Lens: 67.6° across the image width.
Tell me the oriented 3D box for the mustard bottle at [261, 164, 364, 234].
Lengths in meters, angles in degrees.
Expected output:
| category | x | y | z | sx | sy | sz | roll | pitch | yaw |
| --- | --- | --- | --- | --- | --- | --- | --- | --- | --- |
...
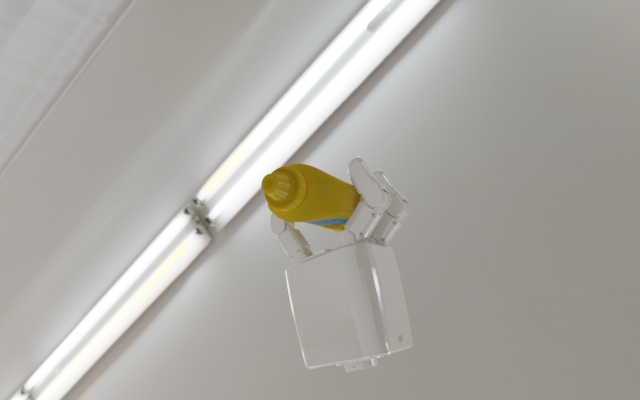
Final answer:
| category | x | y | z | sx | sy | sz | roll | pitch | yaw |
| --- | --- | --- | --- | --- | --- | --- | --- | --- | --- |
| mustard bottle | 0.000 | 0.001 | 0.504 | 0.096 | 0.058 | 0.192 | 7 | -6 | 30 |
